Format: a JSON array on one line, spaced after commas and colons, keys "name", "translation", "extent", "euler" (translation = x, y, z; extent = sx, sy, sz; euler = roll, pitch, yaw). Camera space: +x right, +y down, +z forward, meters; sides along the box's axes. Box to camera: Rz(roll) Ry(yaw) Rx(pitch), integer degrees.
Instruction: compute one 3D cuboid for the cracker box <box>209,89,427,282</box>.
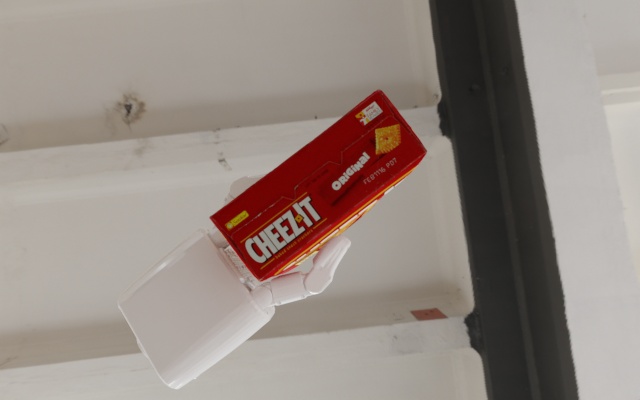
[{"name": "cracker box", "translation": [0.000, 0.001, 0.458], "extent": [0.164, 0.072, 0.214], "euler": [-38, -5, -5]}]
